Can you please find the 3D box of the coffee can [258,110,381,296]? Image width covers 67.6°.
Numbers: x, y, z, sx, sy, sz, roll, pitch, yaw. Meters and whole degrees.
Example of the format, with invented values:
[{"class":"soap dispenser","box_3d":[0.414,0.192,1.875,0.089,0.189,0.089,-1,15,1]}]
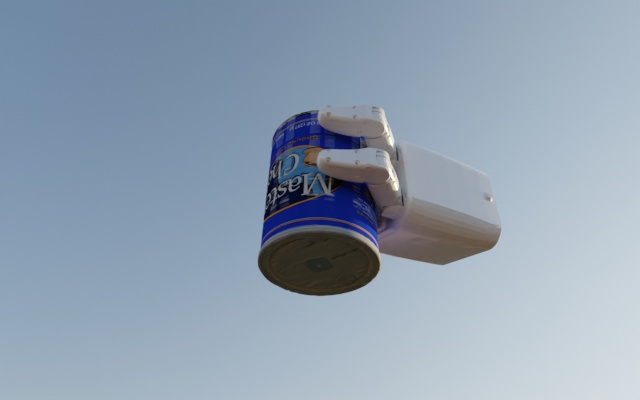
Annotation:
[{"class":"coffee can","box_3d":[0.000,0.002,0.440,0.103,0.140,0.103,1,-39,1]}]
